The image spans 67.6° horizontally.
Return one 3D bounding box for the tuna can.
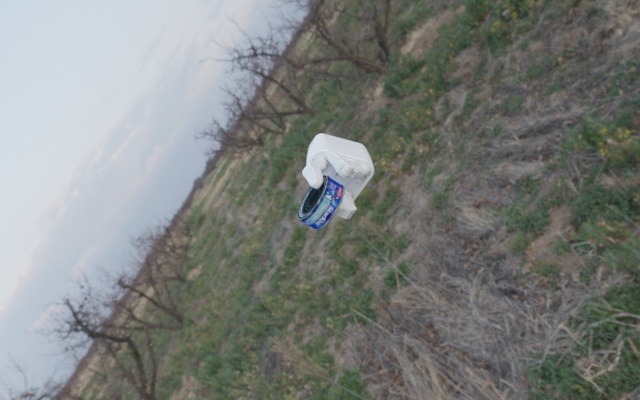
[{"bbox_3d":[0.000,0.002,0.760,0.034,0.086,0.086,32,-11,-18],"label":"tuna can"}]
